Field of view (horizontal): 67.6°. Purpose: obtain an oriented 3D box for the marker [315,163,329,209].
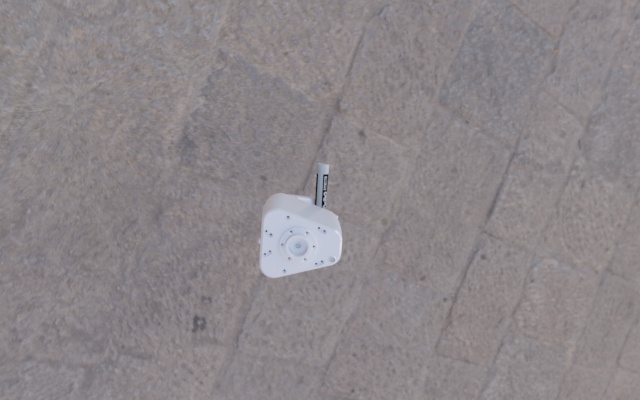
[{"bbox_3d":[0.000,0.002,0.754,0.020,0.121,0.020,4,10,-1],"label":"marker"}]
